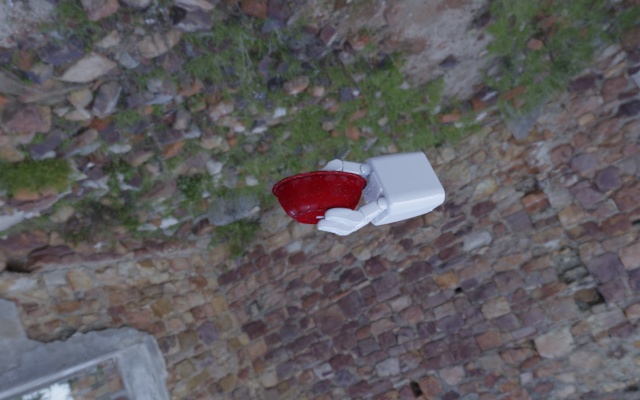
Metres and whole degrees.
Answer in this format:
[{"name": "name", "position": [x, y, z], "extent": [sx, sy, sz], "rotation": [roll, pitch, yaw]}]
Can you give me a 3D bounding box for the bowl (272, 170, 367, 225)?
[{"name": "bowl", "position": [-0.001, 0.003, 0.802], "extent": [0.162, 0.055, 0.162], "rotation": [-4, -17, -1]}]
